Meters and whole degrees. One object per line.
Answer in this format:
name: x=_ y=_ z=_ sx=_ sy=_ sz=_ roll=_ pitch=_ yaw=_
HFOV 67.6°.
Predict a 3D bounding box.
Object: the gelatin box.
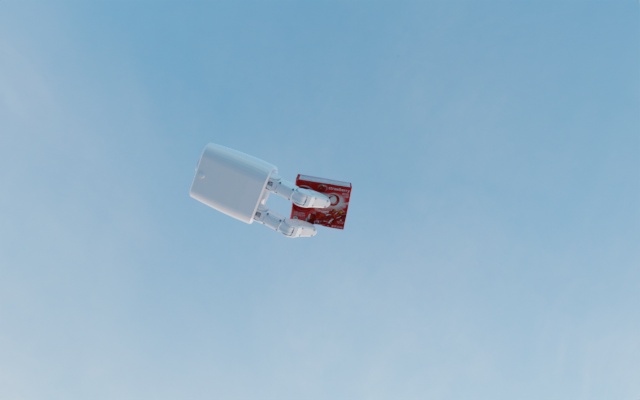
gelatin box: x=0.000 y=0.002 z=0.757 sx=0.089 sy=0.073 sz=0.030 roll=9 pitch=20 yaw=-2
